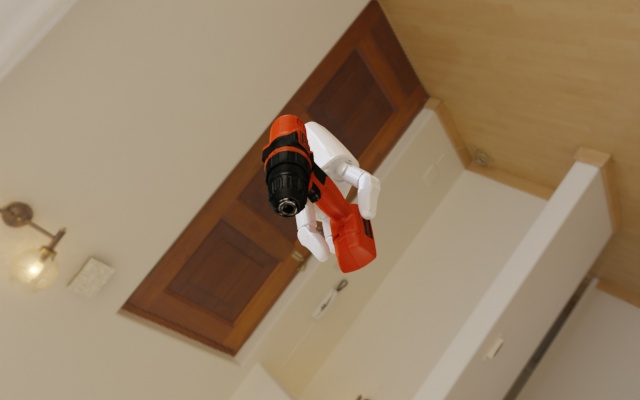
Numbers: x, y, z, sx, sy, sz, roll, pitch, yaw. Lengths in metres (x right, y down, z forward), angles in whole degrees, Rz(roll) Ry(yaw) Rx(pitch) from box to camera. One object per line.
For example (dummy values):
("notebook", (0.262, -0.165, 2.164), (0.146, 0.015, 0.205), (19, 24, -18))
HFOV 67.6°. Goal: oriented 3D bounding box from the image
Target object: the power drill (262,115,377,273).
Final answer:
("power drill", (0.000, 0.002, 0.578), (0.057, 0.188, 0.184), (-27, 32, 16))
